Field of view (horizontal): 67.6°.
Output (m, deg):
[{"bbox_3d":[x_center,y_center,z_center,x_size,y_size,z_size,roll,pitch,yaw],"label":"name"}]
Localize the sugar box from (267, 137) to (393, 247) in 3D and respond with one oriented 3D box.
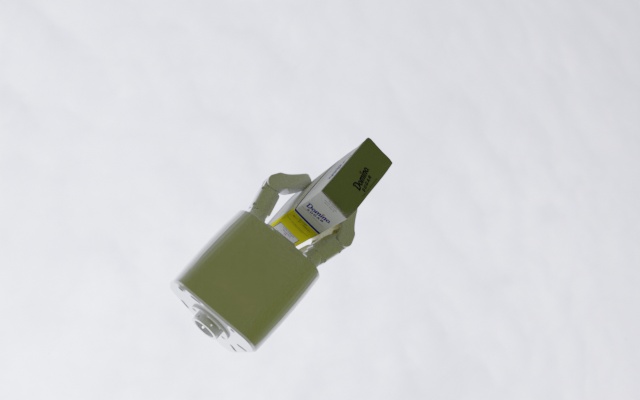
[{"bbox_3d":[0.000,0.002,0.550,0.093,0.048,0.176,-49,11,-31],"label":"sugar box"}]
